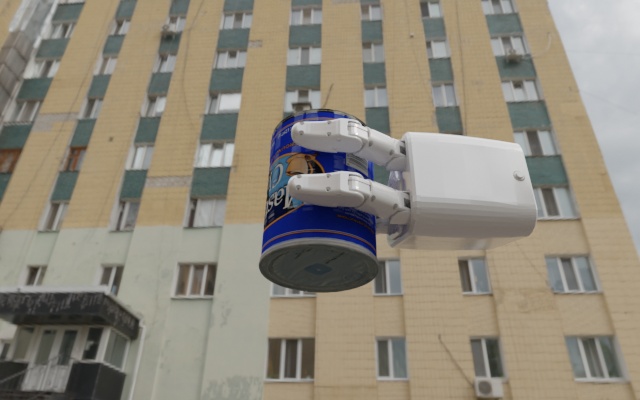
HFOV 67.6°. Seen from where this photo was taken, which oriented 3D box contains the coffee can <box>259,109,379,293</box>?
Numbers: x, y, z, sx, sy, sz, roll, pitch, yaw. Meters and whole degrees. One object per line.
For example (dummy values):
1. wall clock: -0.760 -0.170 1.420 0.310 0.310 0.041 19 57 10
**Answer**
1. coffee can: 0.000 0.002 0.444 0.103 0.140 0.103 1 -31 1
